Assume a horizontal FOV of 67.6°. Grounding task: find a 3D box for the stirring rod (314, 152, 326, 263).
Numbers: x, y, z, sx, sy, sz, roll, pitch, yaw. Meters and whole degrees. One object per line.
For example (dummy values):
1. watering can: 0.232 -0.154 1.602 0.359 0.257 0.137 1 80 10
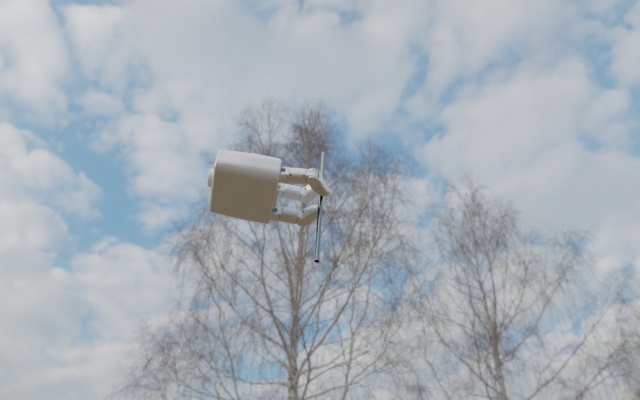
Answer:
1. stirring rod: 0.000 0.003 0.814 0.011 0.239 0.011 2 -41 2
